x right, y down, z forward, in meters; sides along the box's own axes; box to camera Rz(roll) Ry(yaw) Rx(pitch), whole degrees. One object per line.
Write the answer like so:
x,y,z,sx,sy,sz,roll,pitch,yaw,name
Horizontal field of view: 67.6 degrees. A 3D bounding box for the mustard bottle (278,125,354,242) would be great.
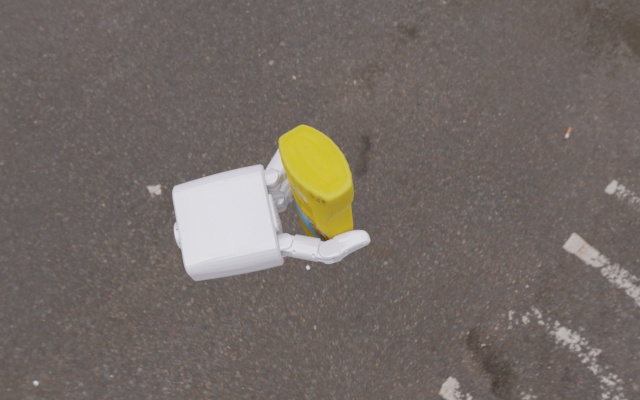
0.000,0.002,0.559,0.058,0.096,0.192,-34,-24,-12,mustard bottle
